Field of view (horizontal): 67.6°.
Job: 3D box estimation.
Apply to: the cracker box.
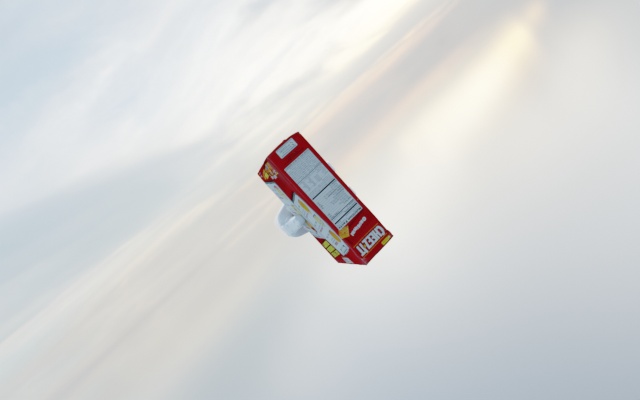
[{"bbox_3d":[0.000,0.002,0.759,0.072,0.214,0.164,-44,4,-13],"label":"cracker box"}]
